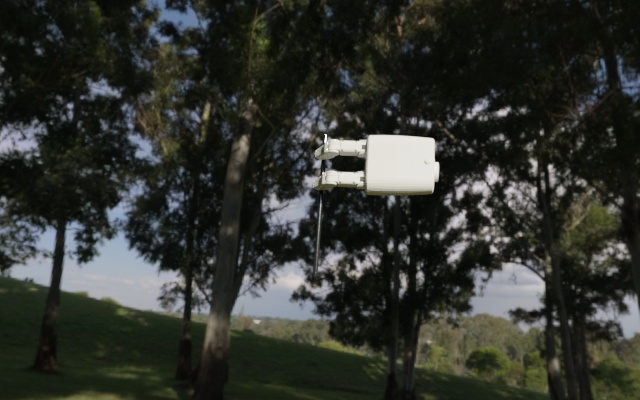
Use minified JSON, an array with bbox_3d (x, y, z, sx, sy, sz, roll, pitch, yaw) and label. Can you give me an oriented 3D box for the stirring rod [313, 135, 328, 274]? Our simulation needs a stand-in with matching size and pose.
[{"bbox_3d":[0.000,0.003,0.802,0.011,0.239,0.011,4,-15,1],"label":"stirring rod"}]
